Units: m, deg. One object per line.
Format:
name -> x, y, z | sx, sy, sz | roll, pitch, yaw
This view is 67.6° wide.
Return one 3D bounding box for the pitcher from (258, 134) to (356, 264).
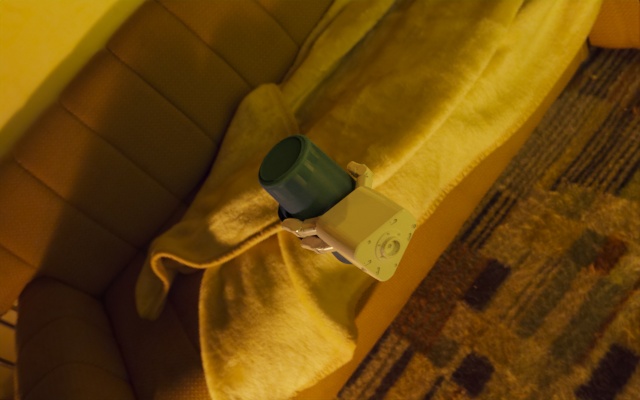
pitcher -> 0.000, 0.003, 0.830 | 0.243, 0.149, 0.145 | 42, -4, -36
